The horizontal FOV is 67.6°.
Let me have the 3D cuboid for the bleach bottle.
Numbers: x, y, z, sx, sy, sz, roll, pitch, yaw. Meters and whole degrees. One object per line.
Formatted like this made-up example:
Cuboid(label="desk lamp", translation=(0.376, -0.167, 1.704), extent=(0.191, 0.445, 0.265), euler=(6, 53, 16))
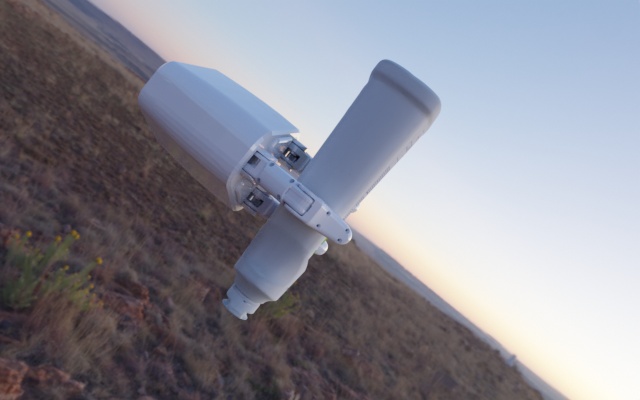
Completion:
Cuboid(label="bleach bottle", translation=(0.000, 0.001, 0.425), extent=(0.068, 0.251, 0.102), euler=(39, 0, 7))
